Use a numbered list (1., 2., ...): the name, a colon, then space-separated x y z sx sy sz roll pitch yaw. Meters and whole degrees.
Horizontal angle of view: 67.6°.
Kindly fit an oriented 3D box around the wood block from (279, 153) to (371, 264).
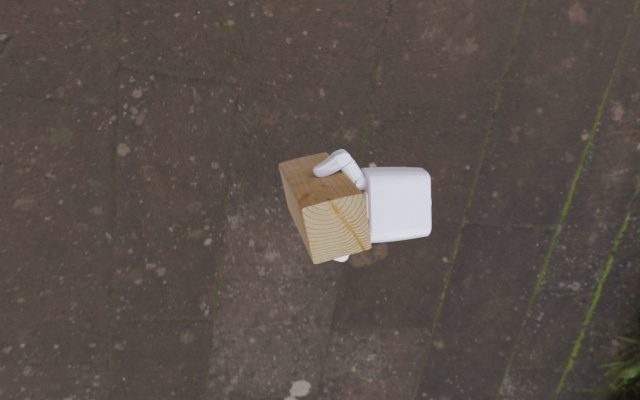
1. wood block: 0.000 0.002 0.748 0.090 0.091 0.206 -14 24 -9
